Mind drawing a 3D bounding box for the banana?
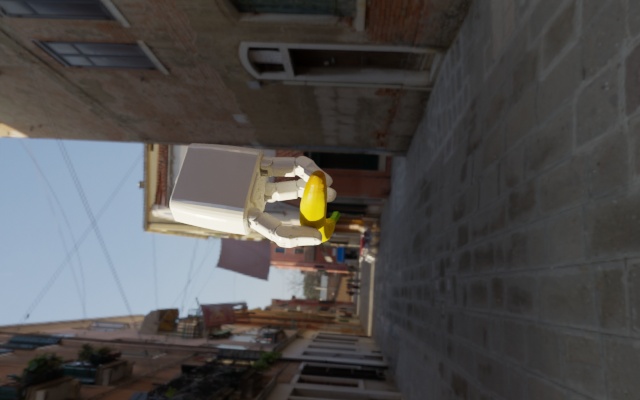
[{"bbox_3d":[-0.005,0.020,0.654,0.037,0.069,0.198,14,-14,10],"label":"banana"}]
